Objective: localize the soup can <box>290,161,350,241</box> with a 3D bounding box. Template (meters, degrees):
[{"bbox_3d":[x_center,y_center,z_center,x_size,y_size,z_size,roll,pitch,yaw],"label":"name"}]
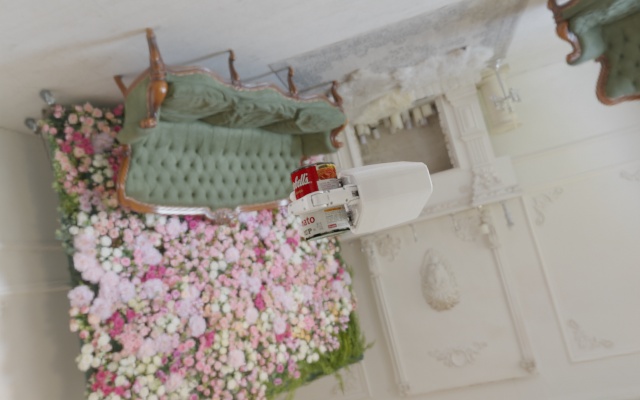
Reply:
[{"bbox_3d":[0.000,0.003,0.692,0.068,0.102,0.068,-13,-9,-2],"label":"soup can"}]
